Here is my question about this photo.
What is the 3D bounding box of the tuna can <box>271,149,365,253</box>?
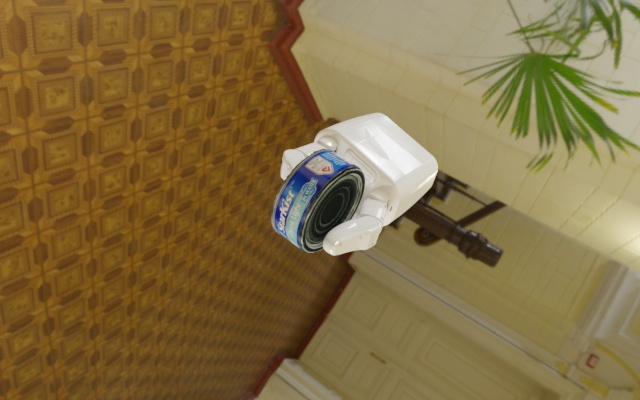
[{"bbox_3d":[0.000,0.002,0.406,0.033,0.086,0.086,34,16,26],"label":"tuna can"}]
